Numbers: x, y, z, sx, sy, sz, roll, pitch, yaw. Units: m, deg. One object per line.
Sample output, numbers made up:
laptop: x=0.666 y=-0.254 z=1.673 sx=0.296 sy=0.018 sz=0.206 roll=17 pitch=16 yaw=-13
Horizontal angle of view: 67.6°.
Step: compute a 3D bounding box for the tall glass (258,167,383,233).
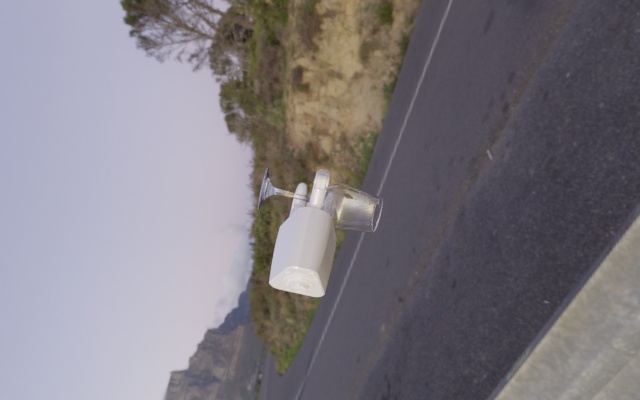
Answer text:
tall glass: x=-0.001 y=0.002 z=0.809 sx=0.201 sy=0.079 sz=0.079 roll=13 pitch=-1 yaw=-3
